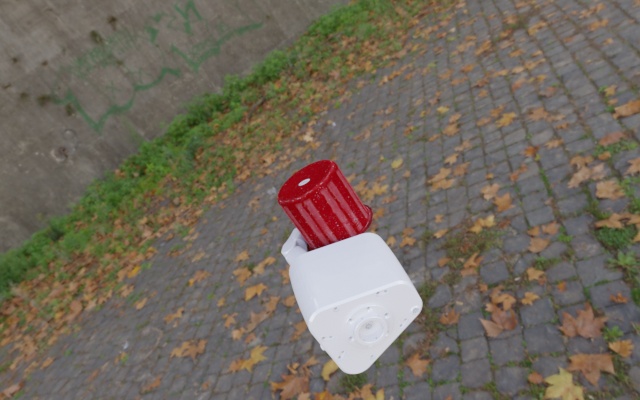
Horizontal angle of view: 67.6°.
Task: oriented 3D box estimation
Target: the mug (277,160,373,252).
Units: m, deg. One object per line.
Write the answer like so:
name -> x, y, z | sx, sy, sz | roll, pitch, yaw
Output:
mug -> 0.000, 0.001, 0.579 | 0.093, 0.081, 0.117 | -34, 24, 1
